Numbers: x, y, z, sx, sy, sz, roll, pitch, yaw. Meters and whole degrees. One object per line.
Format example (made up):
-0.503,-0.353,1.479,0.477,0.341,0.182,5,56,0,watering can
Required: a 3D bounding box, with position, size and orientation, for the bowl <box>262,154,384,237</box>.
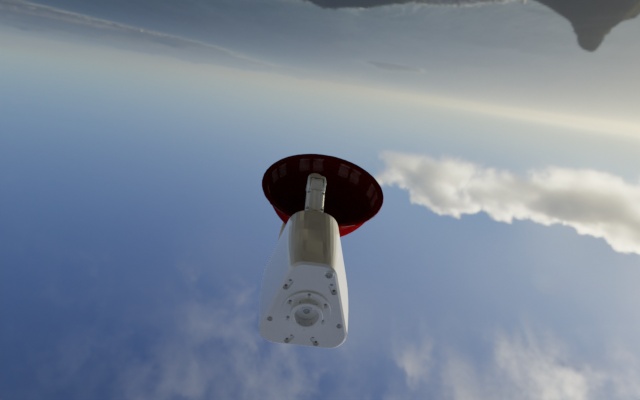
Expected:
0.000,0.002,0.644,0.162,0.055,0.162,7,37,-5,bowl
